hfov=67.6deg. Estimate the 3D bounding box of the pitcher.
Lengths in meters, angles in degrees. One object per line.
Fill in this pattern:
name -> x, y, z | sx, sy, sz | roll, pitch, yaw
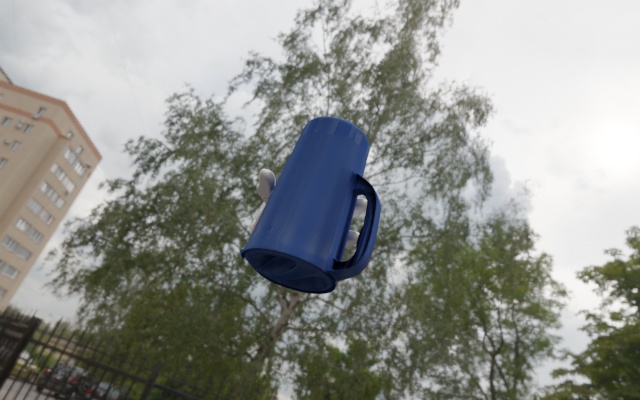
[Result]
pitcher -> 0.000, 0.002, 0.682 | 0.149, 0.242, 0.145 | 25, -28, -10
